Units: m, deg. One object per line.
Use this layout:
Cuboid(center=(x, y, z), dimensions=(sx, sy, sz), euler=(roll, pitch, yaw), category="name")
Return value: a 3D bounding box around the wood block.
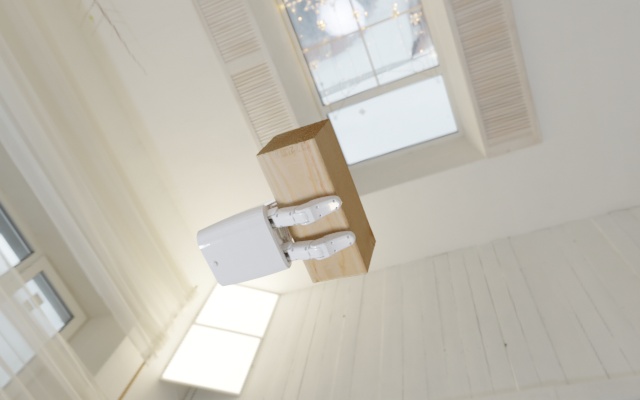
Cuboid(center=(0.000, 0.002, 0.681), dimensions=(0.090, 0.206, 0.090), euler=(-14, 22, 21), category="wood block")
